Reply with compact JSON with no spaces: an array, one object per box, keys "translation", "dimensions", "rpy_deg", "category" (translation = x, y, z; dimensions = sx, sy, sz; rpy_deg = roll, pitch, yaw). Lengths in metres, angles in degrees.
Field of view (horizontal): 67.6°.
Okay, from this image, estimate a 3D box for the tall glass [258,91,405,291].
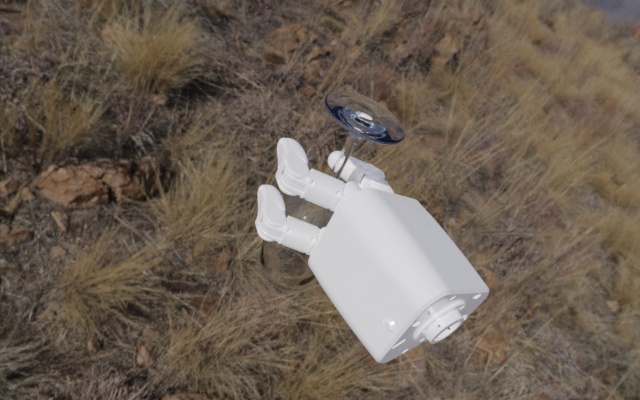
[{"translation":[0.000,0.001,0.456],"dimensions":[0.079,0.201,0.079],"rpy_deg":[18,36,-14],"category":"tall glass"}]
